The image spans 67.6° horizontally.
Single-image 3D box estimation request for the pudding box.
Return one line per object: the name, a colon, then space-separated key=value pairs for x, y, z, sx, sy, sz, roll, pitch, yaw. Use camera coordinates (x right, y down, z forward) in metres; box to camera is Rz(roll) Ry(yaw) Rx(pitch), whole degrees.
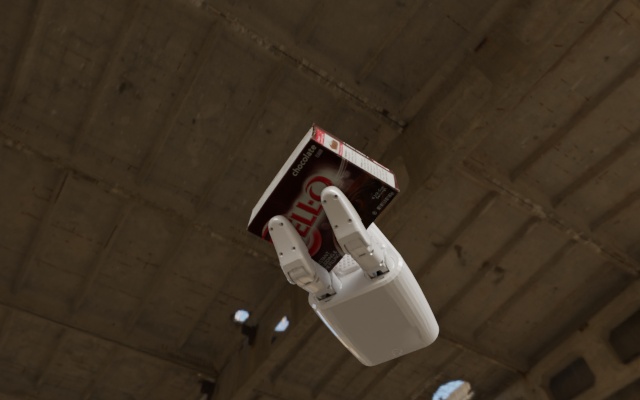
pudding box: x=0.000 y=0.001 z=0.427 sx=0.090 sy=0.113 sz=0.039 roll=29 pitch=27 yaw=-16
